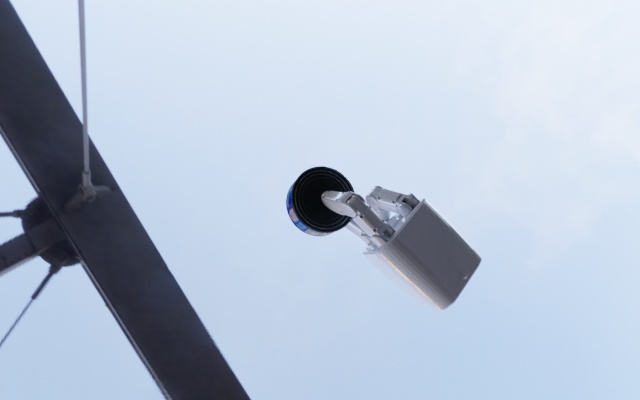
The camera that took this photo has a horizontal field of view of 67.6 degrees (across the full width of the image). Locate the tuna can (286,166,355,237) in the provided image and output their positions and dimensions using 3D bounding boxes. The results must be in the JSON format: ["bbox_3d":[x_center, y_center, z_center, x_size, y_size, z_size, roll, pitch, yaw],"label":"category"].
[{"bbox_3d":[0.000,0.002,0.608,0.086,0.086,0.034,0,-14,-19],"label":"tuna can"}]
